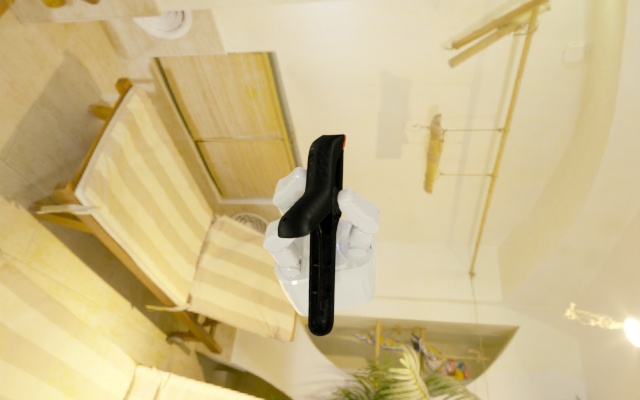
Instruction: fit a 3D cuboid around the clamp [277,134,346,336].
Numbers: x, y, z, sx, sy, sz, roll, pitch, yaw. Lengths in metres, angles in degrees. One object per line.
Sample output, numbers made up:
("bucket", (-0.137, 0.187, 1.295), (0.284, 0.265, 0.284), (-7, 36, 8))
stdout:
("clamp", (0.001, 0.001, 0.458), (0.036, 0.209, 0.165), (1, -35, 10))
